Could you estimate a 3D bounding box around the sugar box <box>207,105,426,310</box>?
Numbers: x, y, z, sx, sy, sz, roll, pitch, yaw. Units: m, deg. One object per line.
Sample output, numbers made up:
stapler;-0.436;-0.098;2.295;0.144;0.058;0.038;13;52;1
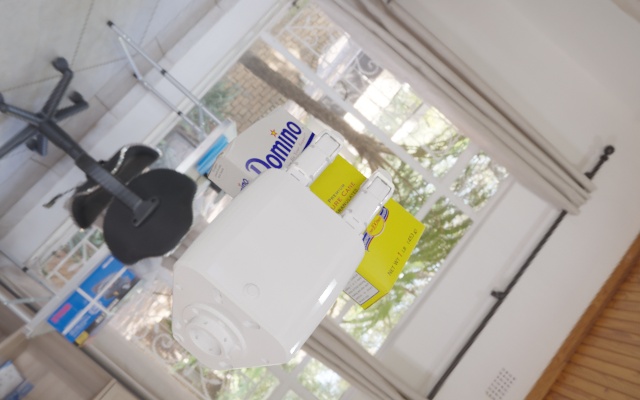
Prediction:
sugar box;0.000;0.001;0.418;0.048;0.176;0.093;-48;2;46
